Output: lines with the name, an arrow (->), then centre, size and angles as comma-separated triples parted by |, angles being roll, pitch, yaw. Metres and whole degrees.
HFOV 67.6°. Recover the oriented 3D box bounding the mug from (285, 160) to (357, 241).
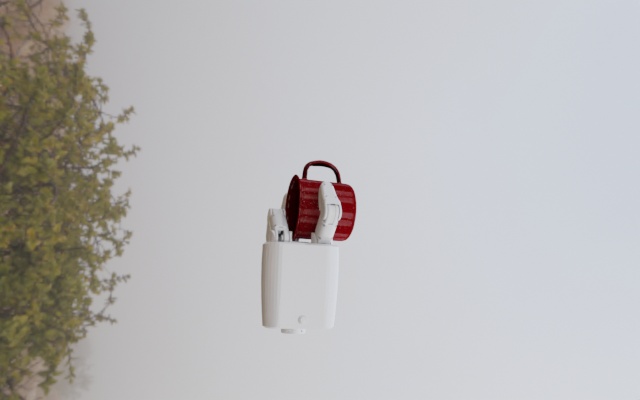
mug -> 0.000, 0.001, 0.665 | 0.081, 0.117, 0.093 | 5, -10, -15
